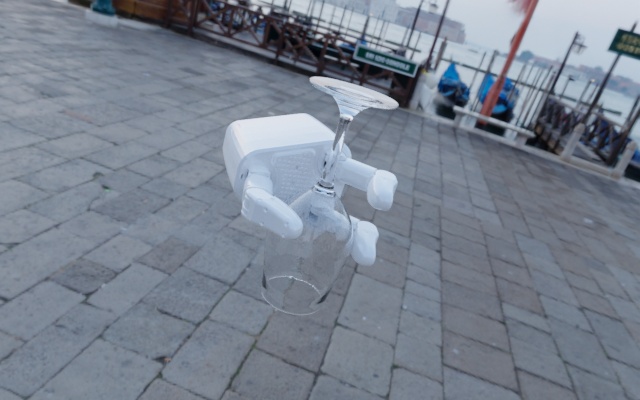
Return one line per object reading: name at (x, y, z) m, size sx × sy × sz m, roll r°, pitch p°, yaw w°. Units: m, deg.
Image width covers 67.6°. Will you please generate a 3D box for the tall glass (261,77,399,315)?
tall glass at (0.000, 0.001, 0.417) m, size 0.079 × 0.201 × 0.079 m, roll 14°, pitch 22°, yaw -6°
